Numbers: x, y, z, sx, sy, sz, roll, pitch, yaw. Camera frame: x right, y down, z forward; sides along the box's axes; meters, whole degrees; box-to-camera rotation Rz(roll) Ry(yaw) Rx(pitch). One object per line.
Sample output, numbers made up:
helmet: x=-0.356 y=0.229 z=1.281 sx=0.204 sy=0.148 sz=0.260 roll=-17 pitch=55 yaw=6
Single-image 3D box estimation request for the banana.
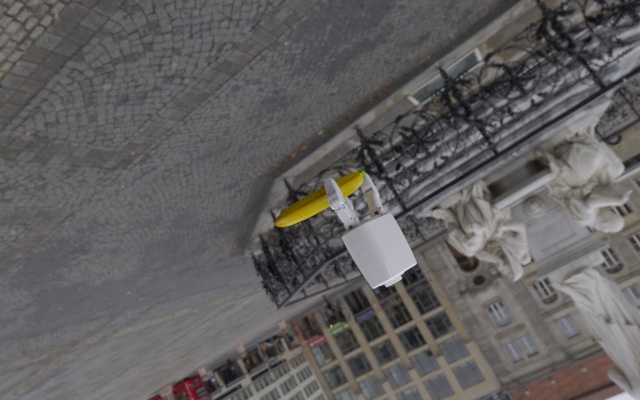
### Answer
banana: x=0.003 y=-0.001 z=0.878 sx=0.198 sy=0.037 sz=0.069 roll=-29 pitch=-7 yaw=-3
